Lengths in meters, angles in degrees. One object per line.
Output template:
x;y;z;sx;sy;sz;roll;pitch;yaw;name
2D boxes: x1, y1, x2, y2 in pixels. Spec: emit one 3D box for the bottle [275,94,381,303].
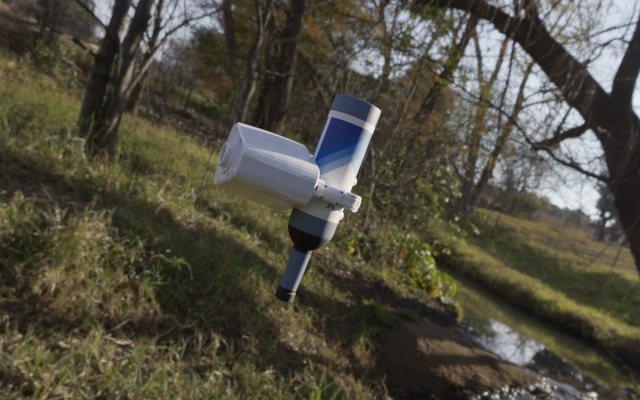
0.000;0.002;0.670;0.069;0.296;0.069;21;3;-1;bottle
